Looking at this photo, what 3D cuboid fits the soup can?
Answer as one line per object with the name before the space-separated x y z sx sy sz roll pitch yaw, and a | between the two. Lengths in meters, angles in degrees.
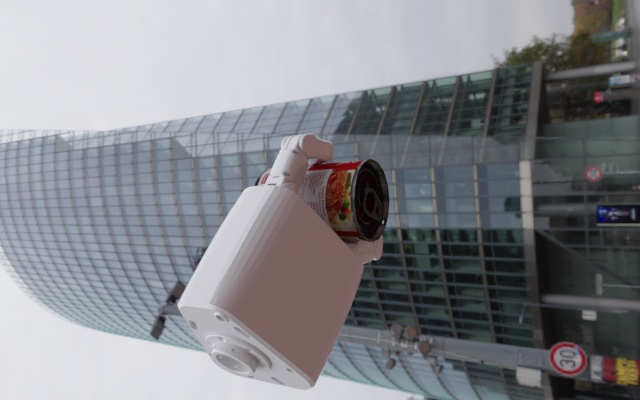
soup can | 0.000 0.001 0.418 0.102 0.068 0.068 -2 -1 31
